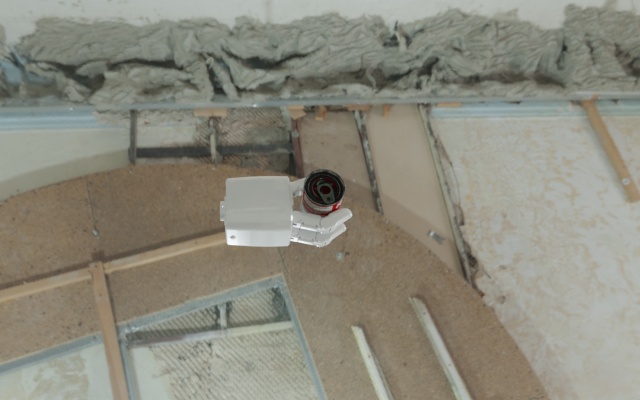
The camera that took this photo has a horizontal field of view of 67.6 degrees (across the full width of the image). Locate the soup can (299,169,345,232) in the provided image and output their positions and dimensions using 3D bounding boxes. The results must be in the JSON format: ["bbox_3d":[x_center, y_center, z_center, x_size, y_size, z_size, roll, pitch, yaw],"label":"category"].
[{"bbox_3d":[0.001,0.003,0.808,0.068,0.068,0.102,0,-29,-9],"label":"soup can"}]
